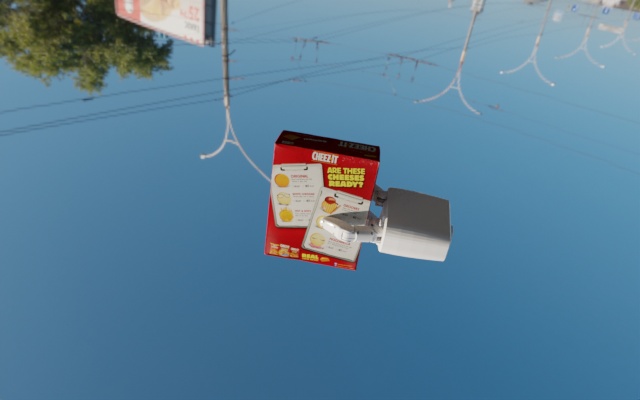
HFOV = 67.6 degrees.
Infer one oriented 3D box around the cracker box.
[{"bbox_3d":[0.000,0.003,0.796,0.164,0.214,0.072,10,30,2],"label":"cracker box"}]
